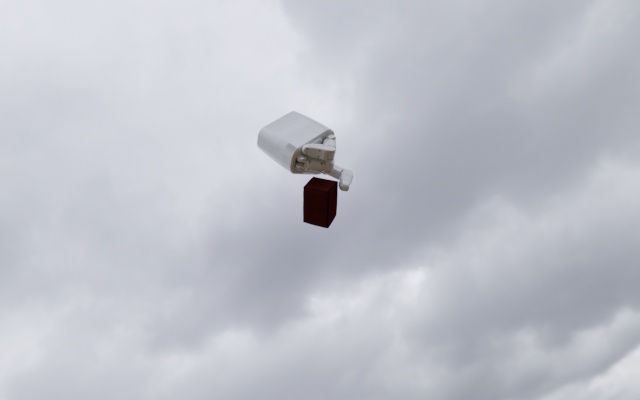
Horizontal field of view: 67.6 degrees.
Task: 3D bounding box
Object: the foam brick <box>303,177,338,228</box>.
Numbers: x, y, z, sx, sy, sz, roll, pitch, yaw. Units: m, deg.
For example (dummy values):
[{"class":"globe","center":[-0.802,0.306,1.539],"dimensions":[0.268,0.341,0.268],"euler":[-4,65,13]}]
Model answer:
[{"class":"foam brick","center":[0.000,0.003,0.899],"dimensions":[0.051,0.078,0.053],"euler":[11,29,17]}]
